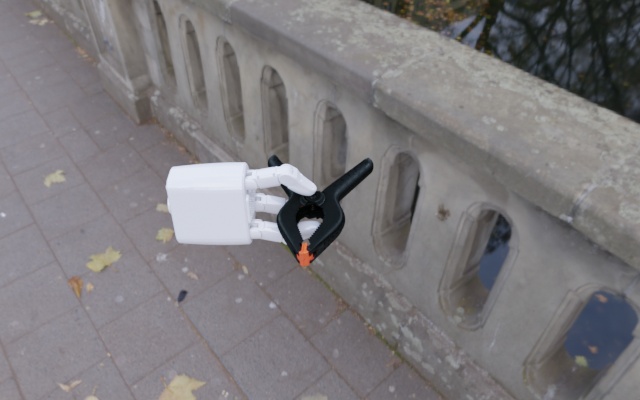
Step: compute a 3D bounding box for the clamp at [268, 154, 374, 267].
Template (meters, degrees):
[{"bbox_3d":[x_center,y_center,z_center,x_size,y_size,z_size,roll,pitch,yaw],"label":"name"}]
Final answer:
[{"bbox_3d":[0.000,0.002,0.682,0.164,0.036,0.209,-3,44,2],"label":"clamp"}]
